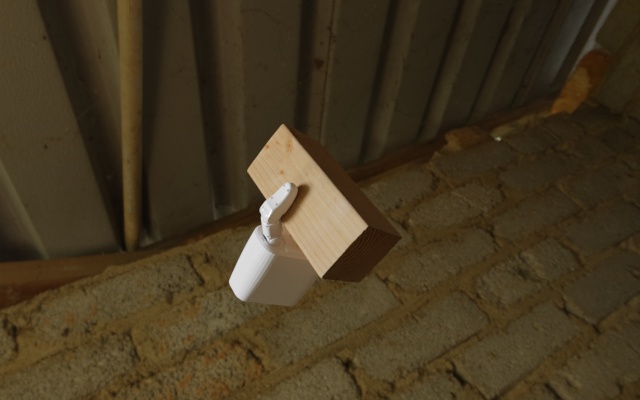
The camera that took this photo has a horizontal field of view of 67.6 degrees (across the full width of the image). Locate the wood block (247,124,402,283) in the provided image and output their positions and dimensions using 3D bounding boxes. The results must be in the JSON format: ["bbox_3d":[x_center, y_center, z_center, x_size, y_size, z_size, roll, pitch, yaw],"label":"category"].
[{"bbox_3d":[0.000,0.002,0.643,0.091,0.090,0.206,18,28,-52],"label":"wood block"}]
